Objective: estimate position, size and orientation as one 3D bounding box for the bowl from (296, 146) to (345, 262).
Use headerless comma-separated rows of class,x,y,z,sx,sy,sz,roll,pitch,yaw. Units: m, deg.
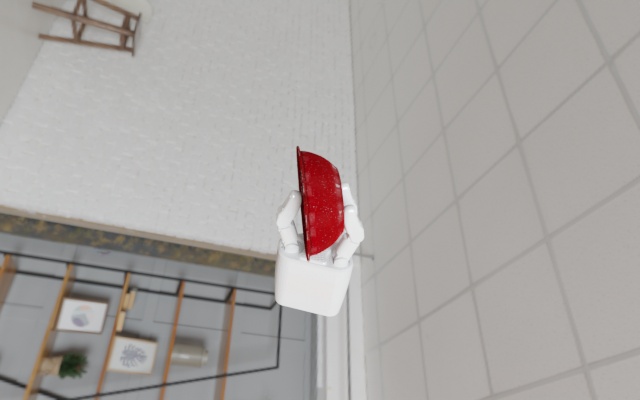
bowl,0.001,0.001,0.664,0.055,0.162,0.162,-6,0,-4
